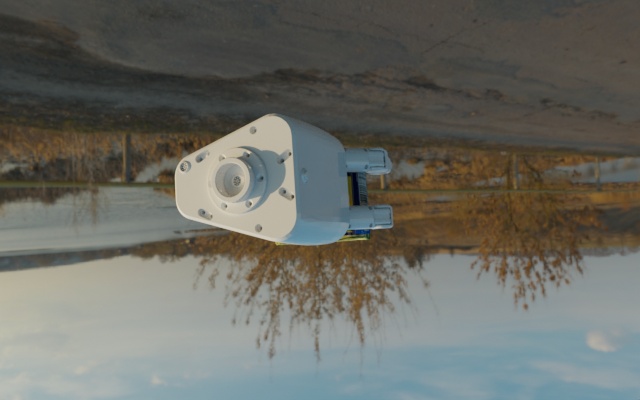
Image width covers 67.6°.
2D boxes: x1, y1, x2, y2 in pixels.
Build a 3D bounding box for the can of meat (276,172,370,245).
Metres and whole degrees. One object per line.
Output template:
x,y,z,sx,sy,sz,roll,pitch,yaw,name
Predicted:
0.000,0.002,0.494,0.102,0.084,0.057,-5,-6,17,can of meat
